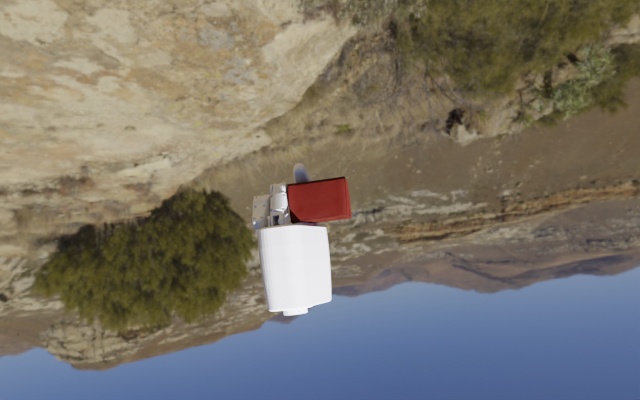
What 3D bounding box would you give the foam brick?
[{"bbox_3d":[0.000,0.002,0.640,0.078,0.051,0.053,-8,-9,9],"label":"foam brick"}]
